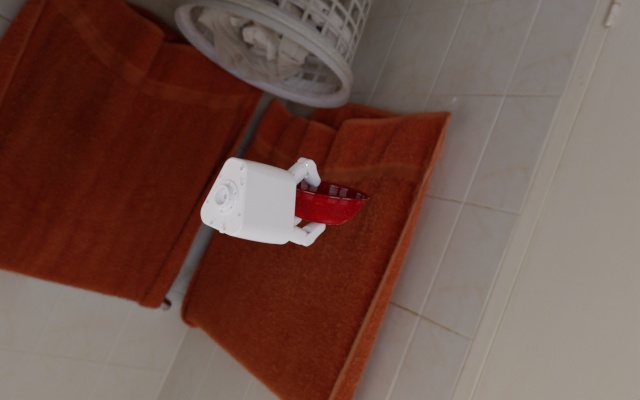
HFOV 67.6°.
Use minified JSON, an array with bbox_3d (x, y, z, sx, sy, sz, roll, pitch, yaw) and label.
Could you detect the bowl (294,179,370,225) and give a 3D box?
[{"bbox_3d":[0.001,0.003,0.818,0.162,0.055,0.162,10,10,-2],"label":"bowl"}]
